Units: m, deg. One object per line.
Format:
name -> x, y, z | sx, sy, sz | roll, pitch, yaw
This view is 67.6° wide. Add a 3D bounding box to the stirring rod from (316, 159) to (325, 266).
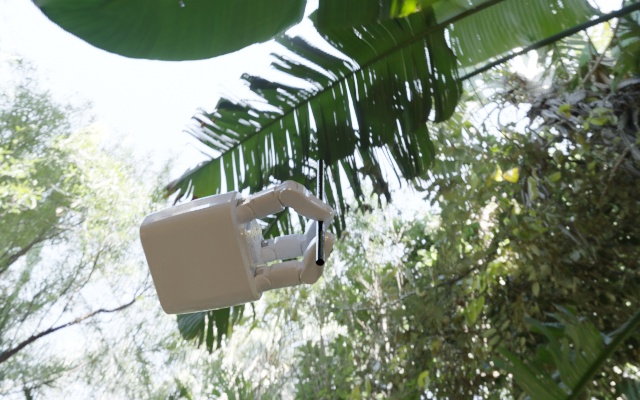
stirring rod -> 0.000, 0.002, 0.539 | 0.011, 0.011, 0.239 | 0, 27, 0
